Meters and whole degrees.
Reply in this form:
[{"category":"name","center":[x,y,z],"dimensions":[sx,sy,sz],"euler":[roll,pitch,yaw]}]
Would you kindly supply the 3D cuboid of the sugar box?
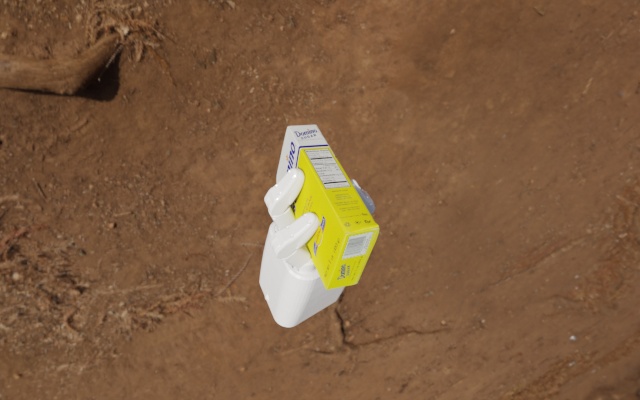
[{"category":"sugar box","center":[0.000,0.002,0.542],"dimensions":[0.048,0.093,0.176],"euler":[-8,46,-26]}]
